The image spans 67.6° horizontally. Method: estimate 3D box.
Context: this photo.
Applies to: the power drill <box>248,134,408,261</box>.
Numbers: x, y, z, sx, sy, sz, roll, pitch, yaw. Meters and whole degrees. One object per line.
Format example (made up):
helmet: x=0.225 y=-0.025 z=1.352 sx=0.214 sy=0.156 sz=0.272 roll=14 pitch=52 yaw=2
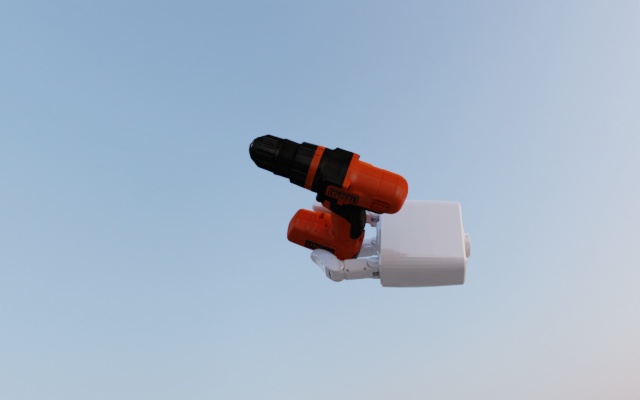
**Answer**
power drill: x=0.000 y=0.002 z=0.593 sx=0.184 sy=0.057 sz=0.188 roll=20 pitch=-28 yaw=4
